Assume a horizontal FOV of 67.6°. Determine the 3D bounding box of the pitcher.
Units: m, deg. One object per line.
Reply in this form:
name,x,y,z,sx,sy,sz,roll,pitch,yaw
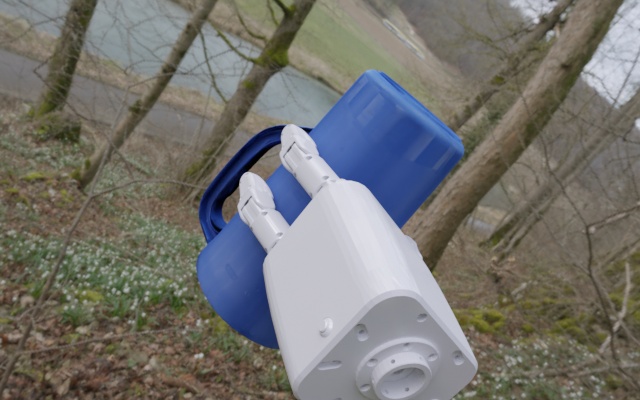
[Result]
pitcher,0.000,0.002,0.433,0.149,0.243,0.145,31,20,-27
